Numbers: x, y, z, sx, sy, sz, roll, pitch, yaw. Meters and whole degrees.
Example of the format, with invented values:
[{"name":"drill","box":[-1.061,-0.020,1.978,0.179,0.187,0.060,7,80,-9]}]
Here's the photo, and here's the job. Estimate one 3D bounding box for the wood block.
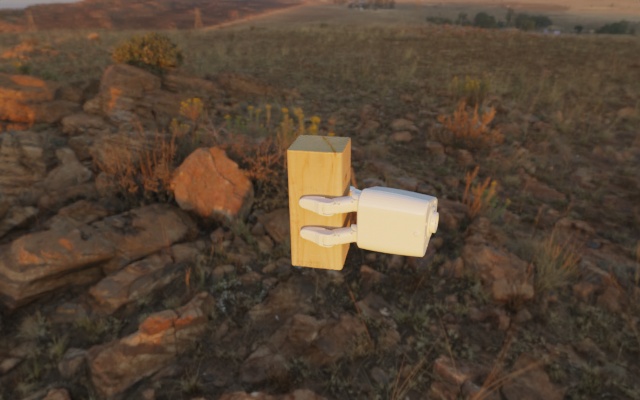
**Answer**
[{"name":"wood block","box":[0.001,0.002,0.807,0.090,0.206,0.090,4,24,11]}]
